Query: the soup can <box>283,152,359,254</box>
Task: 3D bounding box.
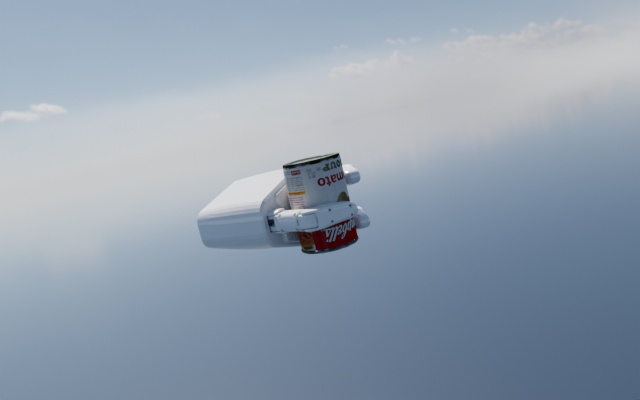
[{"bbox_3d":[0.000,0.001,0.543,0.068,0.102,0.068,-12,9,2],"label":"soup can"}]
